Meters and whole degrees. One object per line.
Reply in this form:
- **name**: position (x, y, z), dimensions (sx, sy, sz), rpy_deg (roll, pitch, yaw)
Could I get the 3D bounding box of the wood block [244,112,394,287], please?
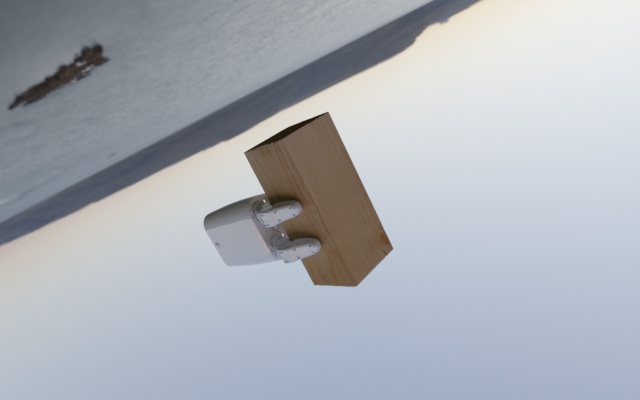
- **wood block**: position (0.000, 0.002, 0.630), dimensions (0.090, 0.206, 0.090), rpy_deg (-10, 22, 49)
